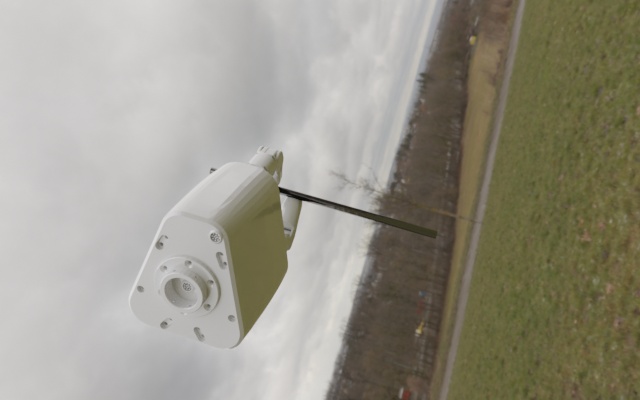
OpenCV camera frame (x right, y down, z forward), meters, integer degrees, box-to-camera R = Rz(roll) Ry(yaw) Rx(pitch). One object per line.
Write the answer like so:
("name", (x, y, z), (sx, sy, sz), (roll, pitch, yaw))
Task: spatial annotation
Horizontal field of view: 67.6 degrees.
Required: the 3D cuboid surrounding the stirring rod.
("stirring rod", (0.000, 0.002, 0.488), (0.239, 0.011, 0.011), (16, 2, 7))
